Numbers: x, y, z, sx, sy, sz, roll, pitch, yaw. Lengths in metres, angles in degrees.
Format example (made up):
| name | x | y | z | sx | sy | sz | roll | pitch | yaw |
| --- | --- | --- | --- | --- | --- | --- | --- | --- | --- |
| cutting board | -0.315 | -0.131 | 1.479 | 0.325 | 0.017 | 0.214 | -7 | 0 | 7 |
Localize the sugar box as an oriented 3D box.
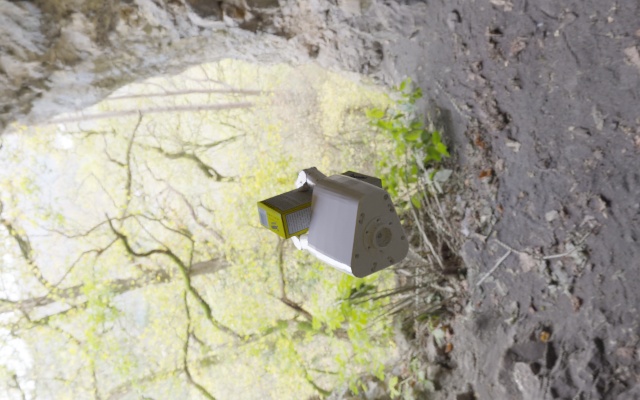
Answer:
| name | x | y | z | sx | sy | sz | roll | pitch | yaw |
| --- | --- | --- | --- | --- | --- | --- | --- | --- | --- |
| sugar box | 0.000 | 0.003 | 0.734 | 0.176 | 0.048 | 0.093 | -17 | 20 | -26 |
